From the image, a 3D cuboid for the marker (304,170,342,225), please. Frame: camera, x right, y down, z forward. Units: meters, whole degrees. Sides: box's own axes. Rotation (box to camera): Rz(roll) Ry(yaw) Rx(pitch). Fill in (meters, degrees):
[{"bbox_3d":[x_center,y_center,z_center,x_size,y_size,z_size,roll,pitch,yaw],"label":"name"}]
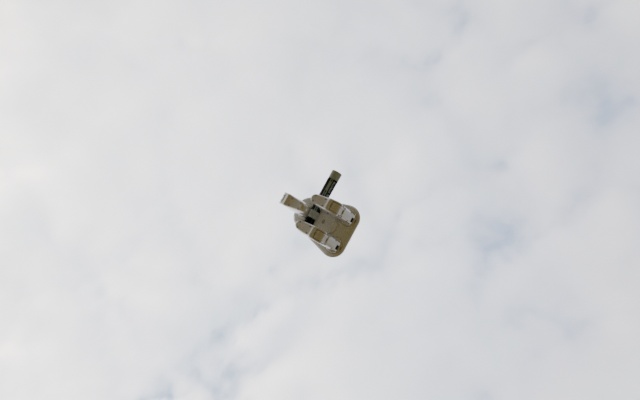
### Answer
[{"bbox_3d":[0.000,0.003,0.835,0.020,0.121,0.020,29,-5,3],"label":"marker"}]
